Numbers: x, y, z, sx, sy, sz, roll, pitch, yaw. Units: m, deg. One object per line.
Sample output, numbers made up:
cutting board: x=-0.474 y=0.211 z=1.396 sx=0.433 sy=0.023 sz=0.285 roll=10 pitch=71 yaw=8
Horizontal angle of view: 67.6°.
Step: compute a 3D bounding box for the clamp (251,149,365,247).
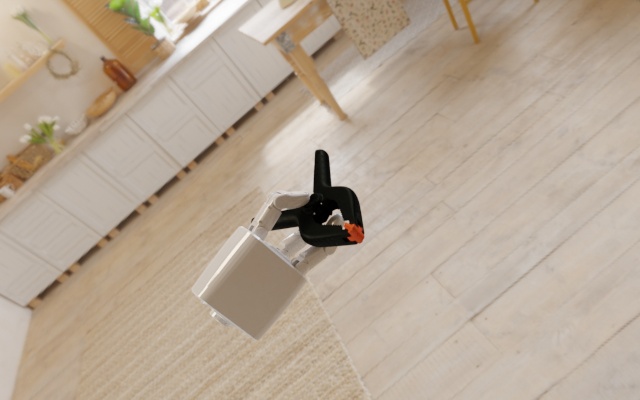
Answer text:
clamp: x=0.000 y=0.002 z=0.674 sx=0.036 sy=0.164 sz=0.210 roll=46 pitch=-15 yaw=-35
